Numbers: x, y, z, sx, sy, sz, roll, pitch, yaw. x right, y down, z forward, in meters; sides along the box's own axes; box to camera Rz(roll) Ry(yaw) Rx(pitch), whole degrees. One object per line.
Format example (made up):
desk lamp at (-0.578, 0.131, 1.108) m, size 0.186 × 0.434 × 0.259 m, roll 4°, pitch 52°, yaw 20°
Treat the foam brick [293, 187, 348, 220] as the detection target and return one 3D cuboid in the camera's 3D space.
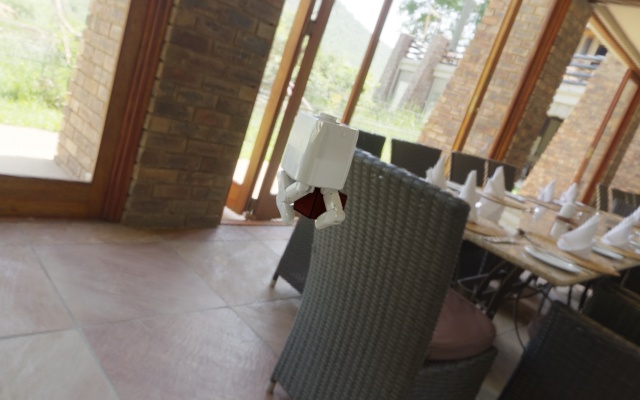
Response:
foam brick at (0.000, 0.003, 0.856) m, size 0.078 × 0.051 × 0.053 m, roll 6°, pitch 16°, yaw -44°
